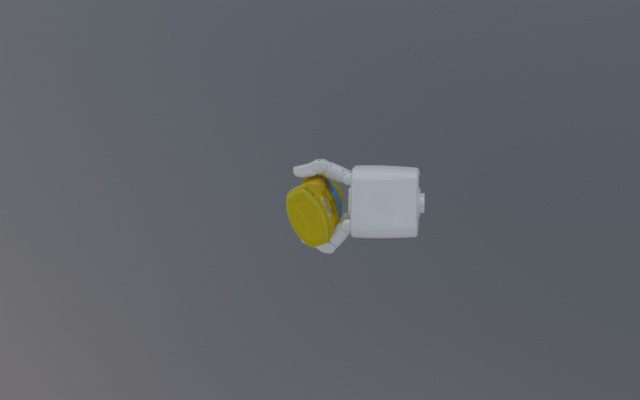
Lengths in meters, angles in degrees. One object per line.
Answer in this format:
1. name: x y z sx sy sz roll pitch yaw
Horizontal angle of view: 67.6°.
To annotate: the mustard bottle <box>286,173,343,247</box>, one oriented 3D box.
1. mustard bottle: 0.000 0.003 0.809 0.058 0.096 0.191 -24 9 18
